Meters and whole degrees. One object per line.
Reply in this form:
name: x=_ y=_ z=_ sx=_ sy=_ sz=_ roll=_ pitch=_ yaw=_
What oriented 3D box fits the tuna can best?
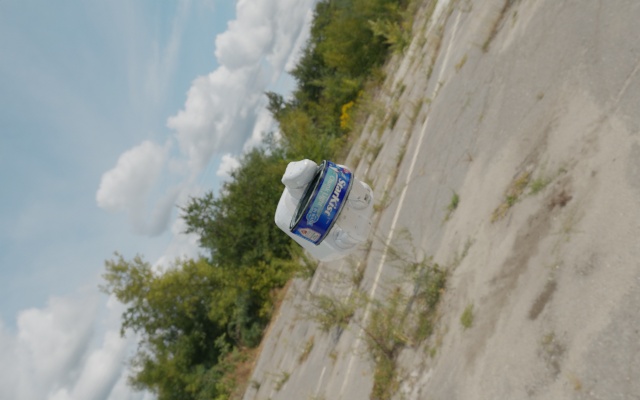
tuna can: x=0.000 y=0.001 z=0.498 sx=0.034 sy=0.086 sz=0.086 roll=27 pitch=-4 yaw=-8
